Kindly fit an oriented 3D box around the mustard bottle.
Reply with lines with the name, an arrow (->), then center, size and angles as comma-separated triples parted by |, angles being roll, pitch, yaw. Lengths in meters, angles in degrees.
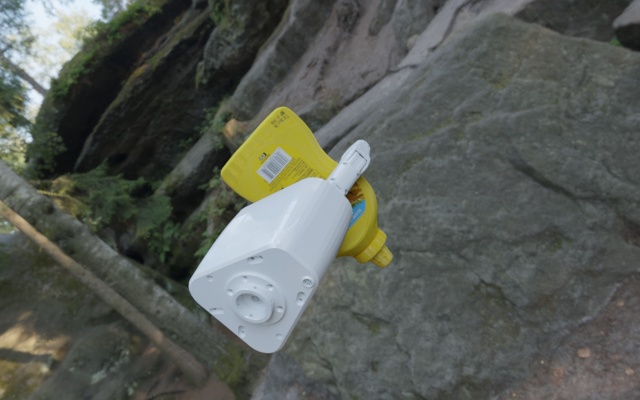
mustard bottle -> 0.000, 0.001, 0.488 | 0.191, 0.096, 0.058 | 42, 7, -8
